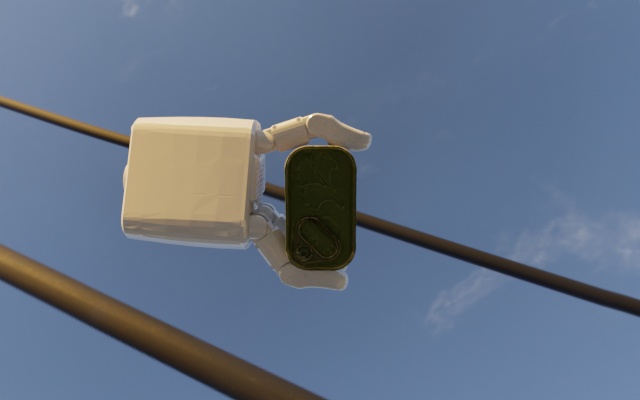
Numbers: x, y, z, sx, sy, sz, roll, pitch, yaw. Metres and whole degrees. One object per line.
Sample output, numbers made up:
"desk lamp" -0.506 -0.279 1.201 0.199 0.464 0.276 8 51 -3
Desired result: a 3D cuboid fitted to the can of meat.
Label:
"can of meat" 0.000 0.001 0.422 0.057 0.102 0.084 0 8 0
